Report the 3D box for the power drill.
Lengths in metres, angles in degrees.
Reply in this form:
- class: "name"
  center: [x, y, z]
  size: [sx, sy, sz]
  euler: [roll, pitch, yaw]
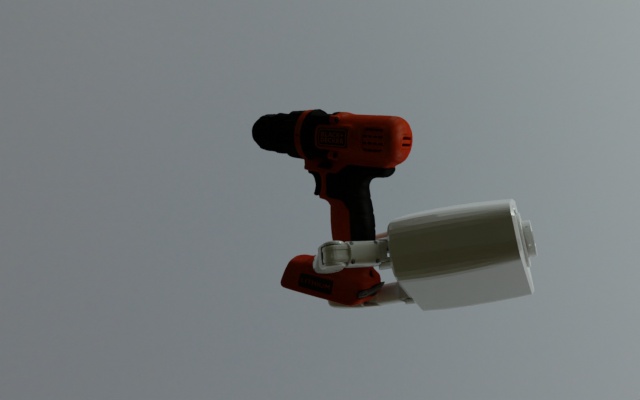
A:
- class: "power drill"
  center: [0.000, 0.002, 0.490]
  size: [0.184, 0.188, 0.057]
  euler: [9, 13, 36]
